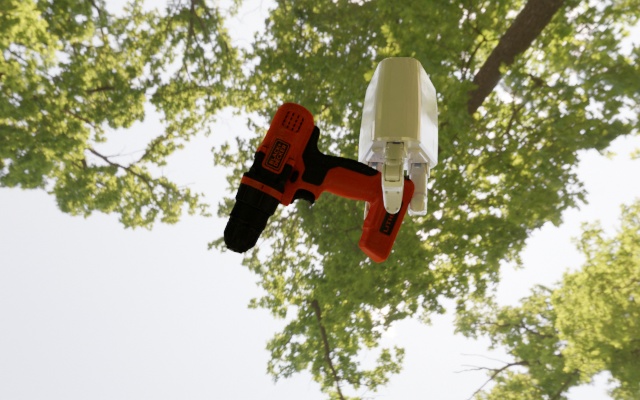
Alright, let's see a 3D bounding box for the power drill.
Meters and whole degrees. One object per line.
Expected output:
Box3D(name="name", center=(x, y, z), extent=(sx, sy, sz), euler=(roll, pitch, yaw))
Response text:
Box3D(name="power drill", center=(0.001, 0.002, 0.553), extent=(0.187, 0.184, 0.057), euler=(24, -5, -7))
